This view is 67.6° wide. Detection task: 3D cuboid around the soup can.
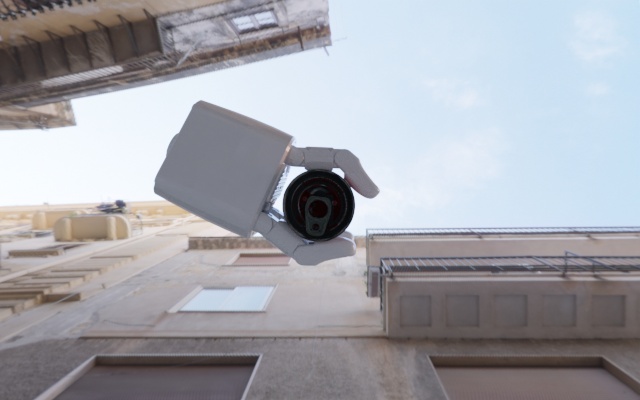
[{"bbox_3d":[0.001,0.002,0.489,0.068,0.068,0.102,0,4,2],"label":"soup can"}]
